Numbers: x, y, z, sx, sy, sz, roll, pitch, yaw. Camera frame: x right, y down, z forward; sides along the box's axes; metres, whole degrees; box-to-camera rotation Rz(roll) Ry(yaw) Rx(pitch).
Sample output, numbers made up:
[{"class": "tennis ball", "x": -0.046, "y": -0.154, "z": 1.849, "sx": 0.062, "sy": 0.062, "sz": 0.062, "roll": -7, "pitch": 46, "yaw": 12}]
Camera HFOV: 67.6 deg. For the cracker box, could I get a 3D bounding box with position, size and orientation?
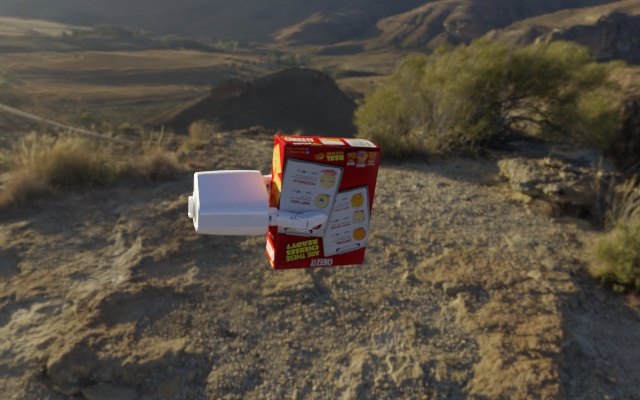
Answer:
[{"class": "cracker box", "x": 0.000, "y": 0.003, "z": 0.797, "sx": 0.164, "sy": 0.214, "sz": 0.072, "roll": -1, "pitch": 23, "yaw": -19}]
